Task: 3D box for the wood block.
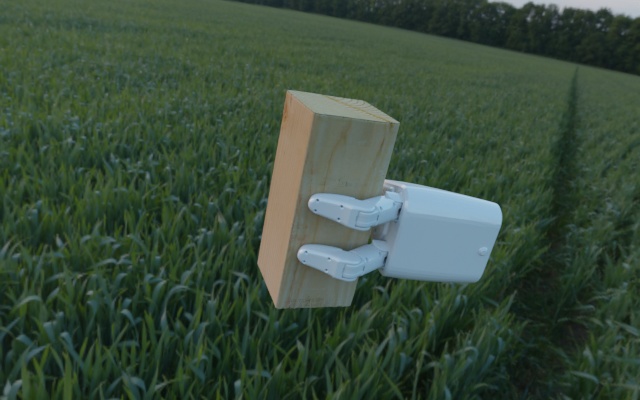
[{"bbox_3d":[0.000,0.001,0.501,0.090,0.206,0.090,3,24,-22],"label":"wood block"}]
